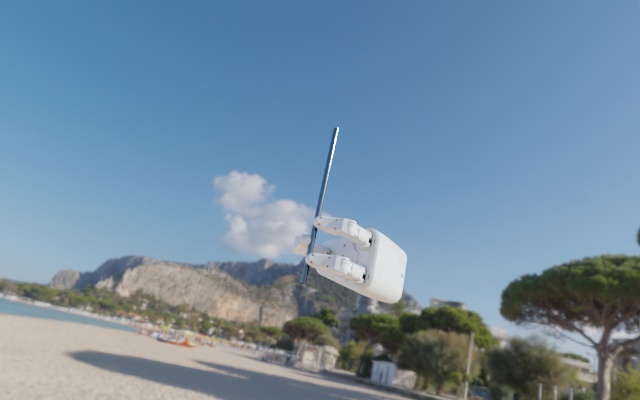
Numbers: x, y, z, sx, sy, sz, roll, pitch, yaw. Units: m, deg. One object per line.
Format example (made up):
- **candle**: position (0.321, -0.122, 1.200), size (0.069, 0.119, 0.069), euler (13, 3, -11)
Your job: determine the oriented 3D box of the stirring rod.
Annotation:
- **stirring rod**: position (0.000, 0.002, 0.691), size (0.011, 0.239, 0.011), euler (11, -18, 4)
